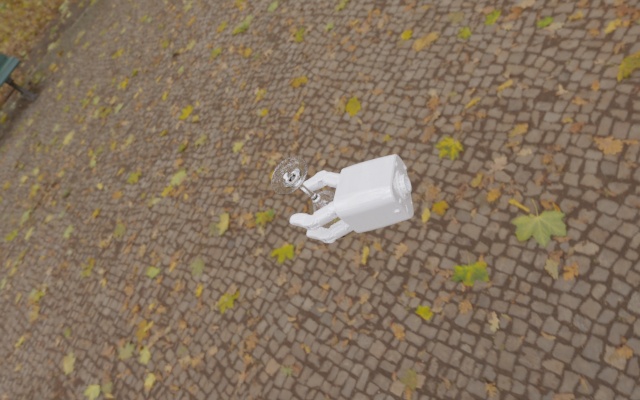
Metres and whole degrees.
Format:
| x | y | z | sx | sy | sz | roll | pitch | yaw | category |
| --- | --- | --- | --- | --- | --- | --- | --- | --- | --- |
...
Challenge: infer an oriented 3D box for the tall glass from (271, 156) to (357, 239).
| x | y | z | sx | sy | sz | roll | pitch | yaw | category |
| --- | --- | --- | --- | --- | --- | --- | --- | --- | --- |
| 0.000 | 0.003 | 0.872 | 0.079 | 0.079 | 0.201 | 0 | -27 | 37 | tall glass |
